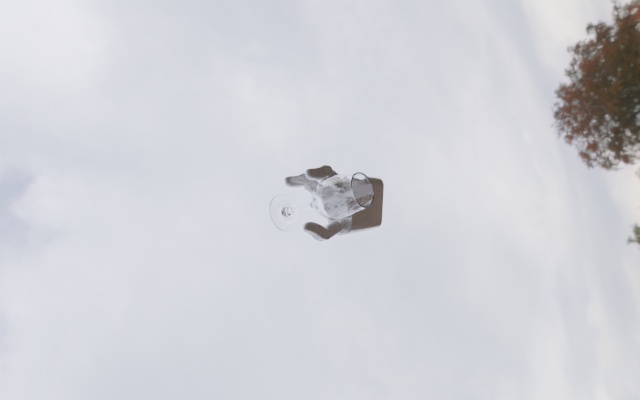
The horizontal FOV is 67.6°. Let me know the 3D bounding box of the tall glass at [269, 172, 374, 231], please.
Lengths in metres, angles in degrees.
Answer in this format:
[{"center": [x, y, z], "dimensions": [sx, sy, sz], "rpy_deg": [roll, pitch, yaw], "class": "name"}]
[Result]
[{"center": [0.000, 0.003, 0.868], "dimensions": [0.201, 0.079, 0.079], "rpy_deg": [-16, -11, 42], "class": "tall glass"}]
